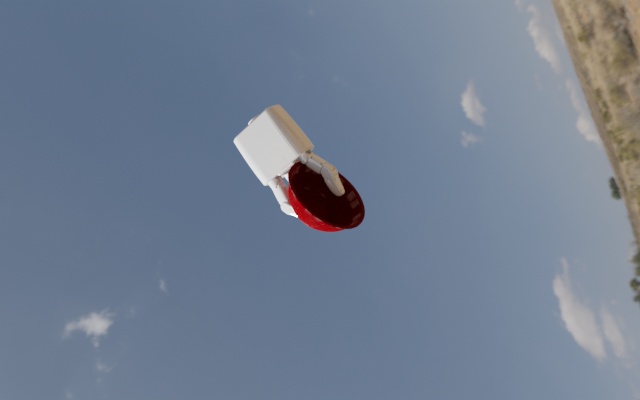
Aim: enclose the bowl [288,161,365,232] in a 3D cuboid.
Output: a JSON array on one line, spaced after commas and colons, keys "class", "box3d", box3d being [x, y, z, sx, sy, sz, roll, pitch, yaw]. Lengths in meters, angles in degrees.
[{"class": "bowl", "box3d": [0.001, 0.004, 0.869, 0.162, 0.162, 0.055, 0, -40, -42]}]
